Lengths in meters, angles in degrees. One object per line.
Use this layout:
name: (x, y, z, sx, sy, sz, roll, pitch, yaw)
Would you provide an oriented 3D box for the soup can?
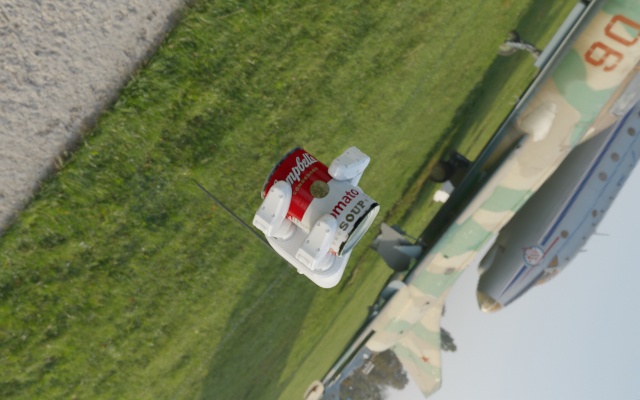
soup can: (0.000, 0.002, 0.484, 0.102, 0.068, 0.068, 37, 10, 14)
